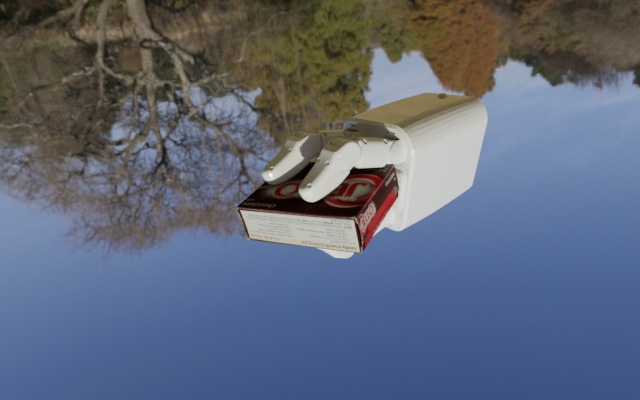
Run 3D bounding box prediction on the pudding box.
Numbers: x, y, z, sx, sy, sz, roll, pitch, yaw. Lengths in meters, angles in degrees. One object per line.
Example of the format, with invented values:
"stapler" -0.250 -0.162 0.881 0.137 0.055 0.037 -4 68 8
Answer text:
"pudding box" 0.000 0.001 0.410 0.113 0.039 0.090 2 30 29
